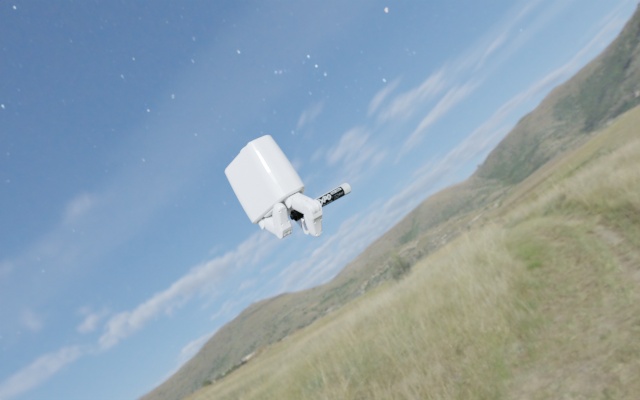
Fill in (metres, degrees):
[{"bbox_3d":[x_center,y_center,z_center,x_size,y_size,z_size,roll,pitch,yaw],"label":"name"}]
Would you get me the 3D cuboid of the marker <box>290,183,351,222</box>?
[{"bbox_3d":[0.000,0.003,0.773,0.121,0.020,0.020,-28,15,-31],"label":"marker"}]
